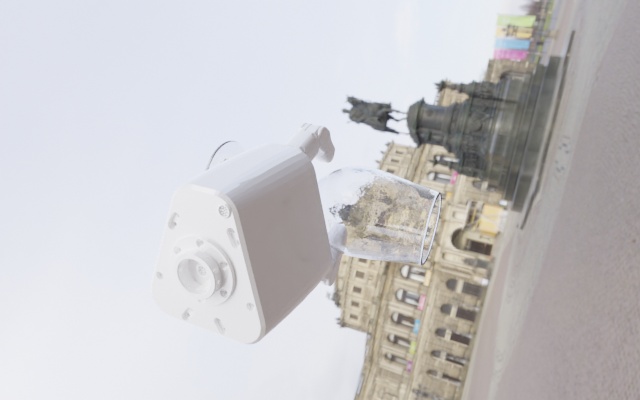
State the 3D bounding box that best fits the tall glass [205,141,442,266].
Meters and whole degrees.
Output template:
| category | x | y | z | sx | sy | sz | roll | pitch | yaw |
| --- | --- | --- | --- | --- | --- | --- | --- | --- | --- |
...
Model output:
| category | x | y | z | sx | sy | sz | roll | pitch | yaw |
| --- | --- | --- | --- | --- | --- | --- | --- | --- | --- |
| tall glass | 0.000 | 0.001 | 0.423 | 0.201 | 0.079 | 0.079 | 13 | 5 | 20 |
